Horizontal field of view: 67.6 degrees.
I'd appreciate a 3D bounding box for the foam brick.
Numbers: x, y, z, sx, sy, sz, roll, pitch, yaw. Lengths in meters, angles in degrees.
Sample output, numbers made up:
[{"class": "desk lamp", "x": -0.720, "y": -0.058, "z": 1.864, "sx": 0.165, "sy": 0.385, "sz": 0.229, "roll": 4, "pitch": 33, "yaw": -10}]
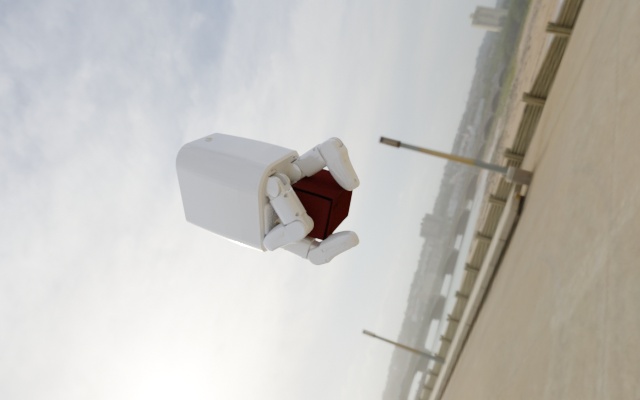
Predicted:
[{"class": "foam brick", "x": 0.000, "y": 0.002, "z": 0.539, "sx": 0.051, "sy": 0.053, "sz": 0.078, "roll": 17, "pitch": 24, "yaw": 16}]
